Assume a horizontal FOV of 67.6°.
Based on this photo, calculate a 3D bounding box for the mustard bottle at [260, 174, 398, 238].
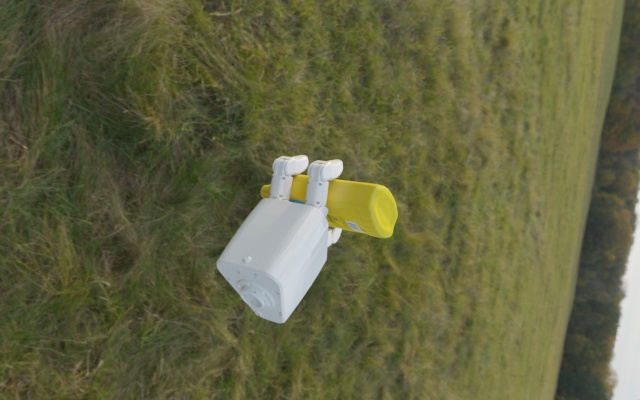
[{"bbox_3d":[0.000,0.002,0.638,0.191,0.058,0.096,9,-19,30],"label":"mustard bottle"}]
